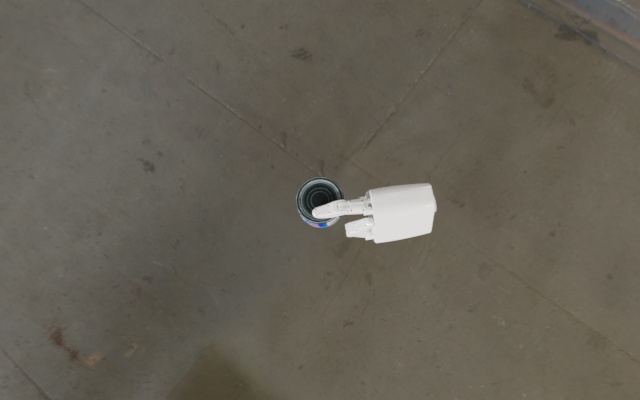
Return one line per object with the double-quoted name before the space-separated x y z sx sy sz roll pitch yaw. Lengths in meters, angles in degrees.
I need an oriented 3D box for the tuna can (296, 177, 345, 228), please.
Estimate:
"tuna can" 0.000 0.003 0.841 0.086 0.086 0.034 0 -14 7
